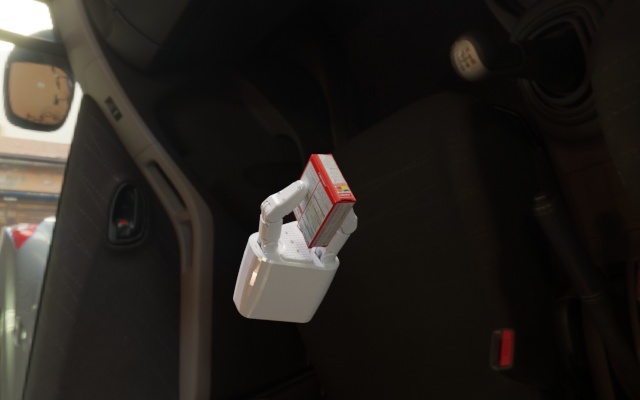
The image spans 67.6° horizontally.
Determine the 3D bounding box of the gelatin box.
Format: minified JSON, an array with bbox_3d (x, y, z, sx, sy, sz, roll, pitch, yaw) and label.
[{"bbox_3d":[0.000,0.002,0.559,0.030,0.073,0.089,-3,-39,-30],"label":"gelatin box"}]
